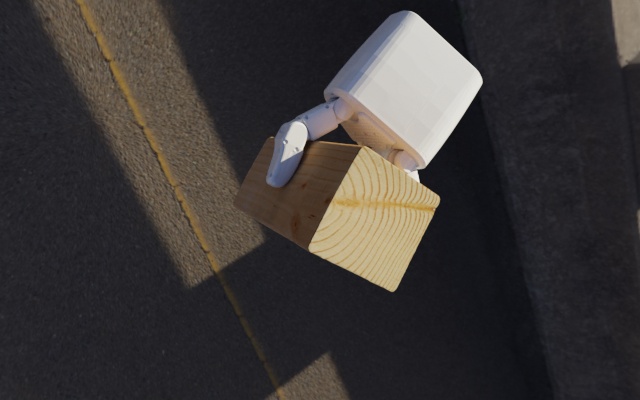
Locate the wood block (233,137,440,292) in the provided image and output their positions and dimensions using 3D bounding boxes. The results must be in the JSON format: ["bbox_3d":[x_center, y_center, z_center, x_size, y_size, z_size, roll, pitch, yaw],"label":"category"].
[{"bbox_3d":[0.000,0.001,0.457,0.091,0.090,0.206,30,-5,-26],"label":"wood block"}]
